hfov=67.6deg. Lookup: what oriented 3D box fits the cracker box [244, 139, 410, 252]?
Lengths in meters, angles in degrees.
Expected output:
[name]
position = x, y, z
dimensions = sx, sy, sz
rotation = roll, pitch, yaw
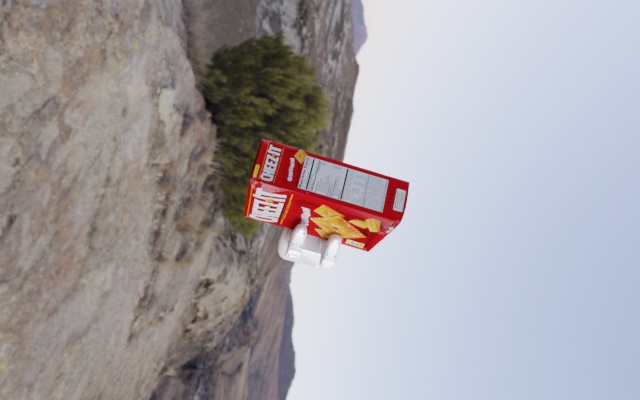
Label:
[cracker box]
position = 0.000, 0.002, 0.705
dimensions = 0.214, 0.072, 0.164
rotation = 16, -22, -6
